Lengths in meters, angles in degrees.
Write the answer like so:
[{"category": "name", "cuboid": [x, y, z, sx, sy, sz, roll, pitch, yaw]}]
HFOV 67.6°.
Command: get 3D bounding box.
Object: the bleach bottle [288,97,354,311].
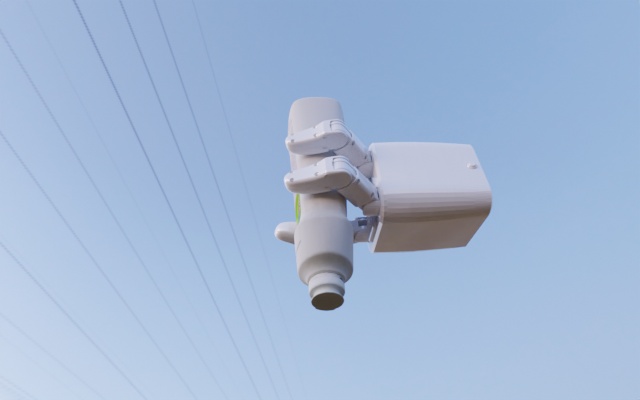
[{"category": "bleach bottle", "cuboid": [0.000, 0.002, 0.491, 0.068, 0.250, 0.103, -2, -45, -2]}]
